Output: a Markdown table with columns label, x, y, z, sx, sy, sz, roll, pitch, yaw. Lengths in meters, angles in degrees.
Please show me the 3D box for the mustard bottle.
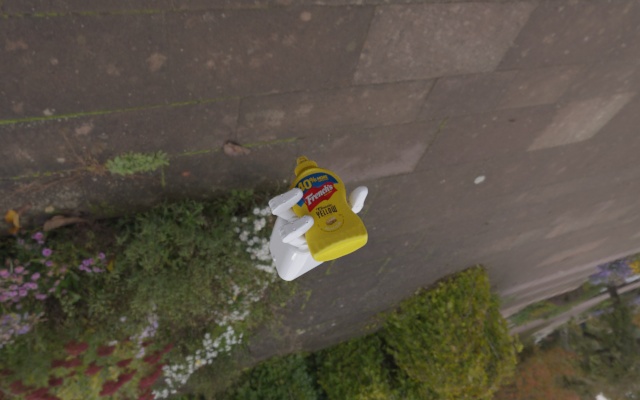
| label | x | y | z | sx | sy | sz | roll | pitch | yaw |
| --- | --- | --- | --- | --- | --- | --- | --- | --- | --- |
| mustard bottle | 0.000 | 0.003 | 0.804 | 0.096 | 0.191 | 0.058 | -21 | -29 | -5 |
